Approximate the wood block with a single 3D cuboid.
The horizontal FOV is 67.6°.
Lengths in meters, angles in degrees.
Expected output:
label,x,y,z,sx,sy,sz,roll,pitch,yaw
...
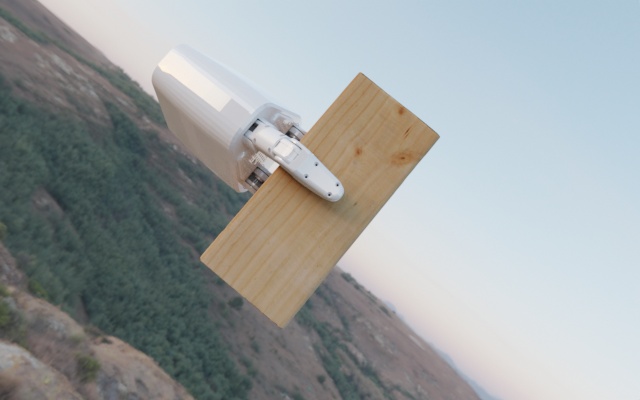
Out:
label,x,y,z,sx,sy,sz,roll,pitch,yaw
wood block,0.000,0.001,0.433,0.090,0.206,0.091,39,-5,2
